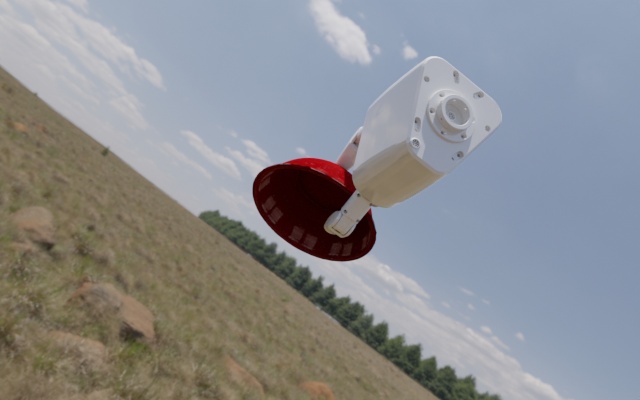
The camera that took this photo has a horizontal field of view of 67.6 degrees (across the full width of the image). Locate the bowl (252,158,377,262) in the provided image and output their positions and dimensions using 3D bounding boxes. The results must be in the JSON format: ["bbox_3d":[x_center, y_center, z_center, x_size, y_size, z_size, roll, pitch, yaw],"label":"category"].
[{"bbox_3d":[-0.001,0.002,0.582,0.162,0.162,0.055,0,43,34],"label":"bowl"}]
